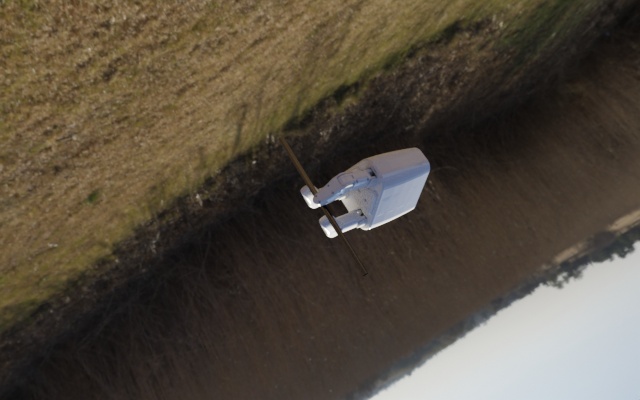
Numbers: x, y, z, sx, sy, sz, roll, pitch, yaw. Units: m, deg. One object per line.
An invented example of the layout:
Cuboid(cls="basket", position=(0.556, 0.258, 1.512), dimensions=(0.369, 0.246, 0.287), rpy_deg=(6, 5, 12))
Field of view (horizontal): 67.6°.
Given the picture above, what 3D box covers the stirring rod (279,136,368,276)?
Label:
Cuboid(cls="stirring rod", position=(0.000, 0.002, 0.673), dimensions=(0.011, 0.239, 0.011), rpy_deg=(-28, -21, -11))
